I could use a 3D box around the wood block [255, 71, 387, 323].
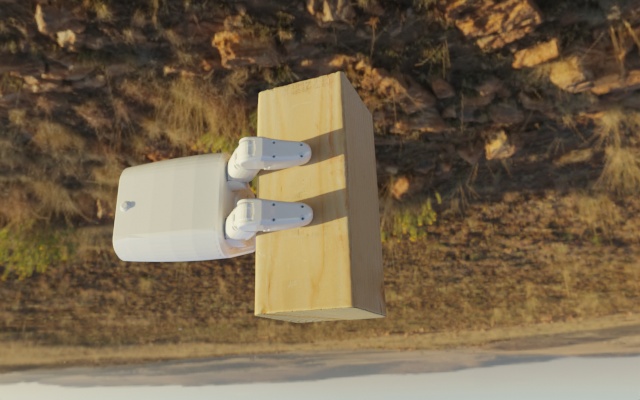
[{"bbox_3d":[0.000,0.002,0.440,0.090,0.206,0.091,-9,-21,21],"label":"wood block"}]
